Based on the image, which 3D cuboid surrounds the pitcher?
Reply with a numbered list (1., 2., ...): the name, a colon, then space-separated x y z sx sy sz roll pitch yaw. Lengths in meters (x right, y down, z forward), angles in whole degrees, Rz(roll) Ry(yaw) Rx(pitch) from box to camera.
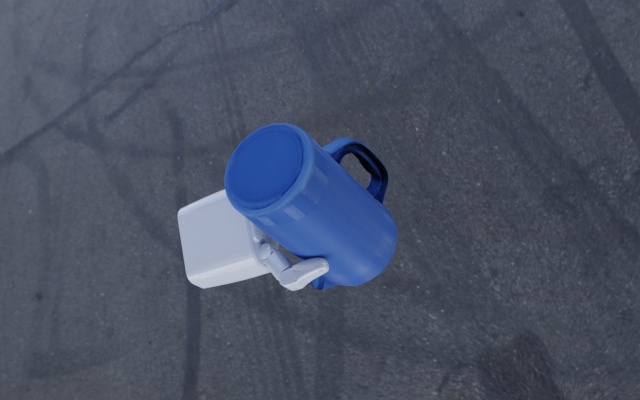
1. pitcher: 0.000 0.002 0.583 0.145 0.149 0.243 -19 -31 19
